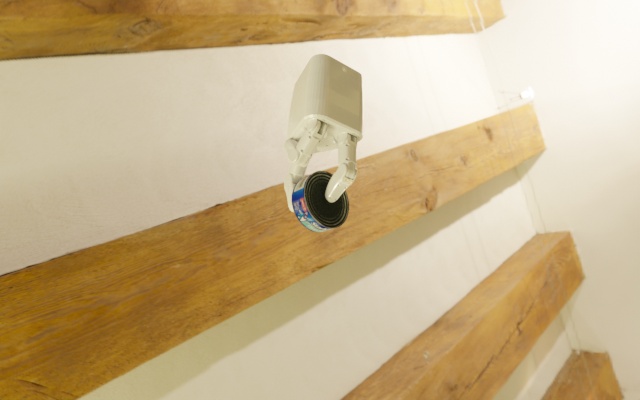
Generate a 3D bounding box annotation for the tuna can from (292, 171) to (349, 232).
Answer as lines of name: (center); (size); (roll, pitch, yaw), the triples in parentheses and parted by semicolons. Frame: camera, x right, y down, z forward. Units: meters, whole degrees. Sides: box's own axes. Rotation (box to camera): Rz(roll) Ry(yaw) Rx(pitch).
tuna can: (0.000, 0.002, 0.694); (0.086, 0.086, 0.034); (0, -15, -43)
